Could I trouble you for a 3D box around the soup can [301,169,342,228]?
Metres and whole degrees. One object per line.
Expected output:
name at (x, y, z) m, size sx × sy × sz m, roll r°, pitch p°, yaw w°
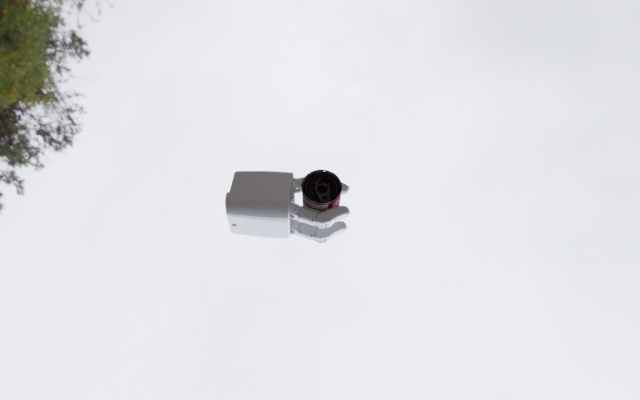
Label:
soup can at (0.001, 0.003, 0.834) m, size 0.068 × 0.068 × 0.102 m, roll 0°, pitch -32°, yaw -3°
